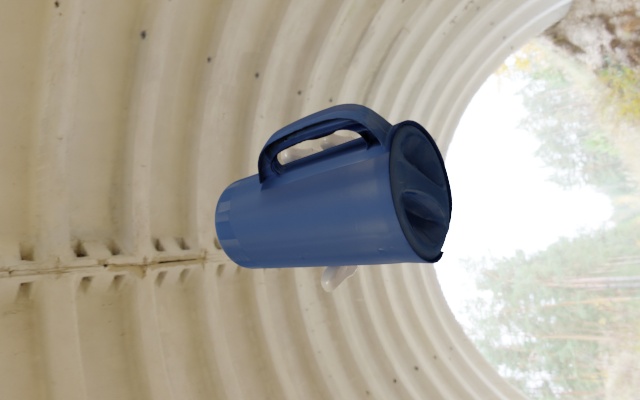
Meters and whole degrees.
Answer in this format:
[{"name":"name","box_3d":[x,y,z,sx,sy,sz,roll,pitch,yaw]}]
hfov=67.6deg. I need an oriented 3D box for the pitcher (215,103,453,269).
[{"name":"pitcher","box_3d":[0.000,0.002,0.499,0.243,0.149,0.145,-11,-6,35]}]
